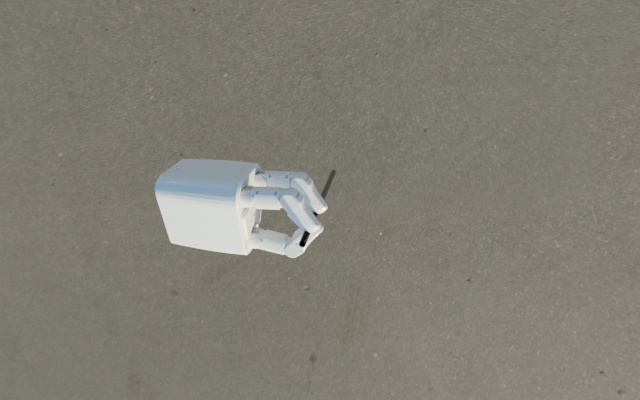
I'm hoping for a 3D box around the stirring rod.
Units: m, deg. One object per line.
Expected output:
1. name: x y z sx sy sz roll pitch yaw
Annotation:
1. stirring rod: 0.000 0.002 0.648 0.011 0.011 0.239 0 23 11
